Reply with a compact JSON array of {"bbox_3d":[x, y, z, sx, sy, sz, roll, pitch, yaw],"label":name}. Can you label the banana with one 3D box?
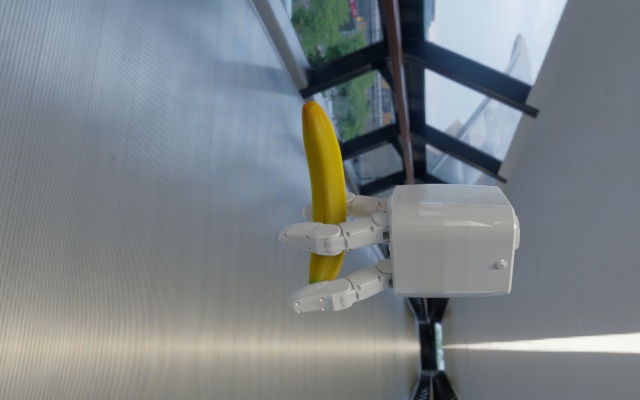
[{"bbox_3d":[0.005,0.002,0.477,0.037,0.198,0.069,1,10,14],"label":"banana"}]
